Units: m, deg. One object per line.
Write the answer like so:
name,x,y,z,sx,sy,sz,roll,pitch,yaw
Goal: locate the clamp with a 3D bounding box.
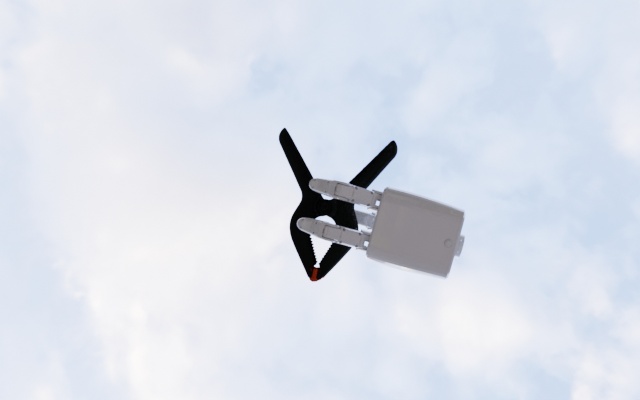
clamp,0.000,0.003,0.651,0.164,0.210,0.036,15,-1,13
